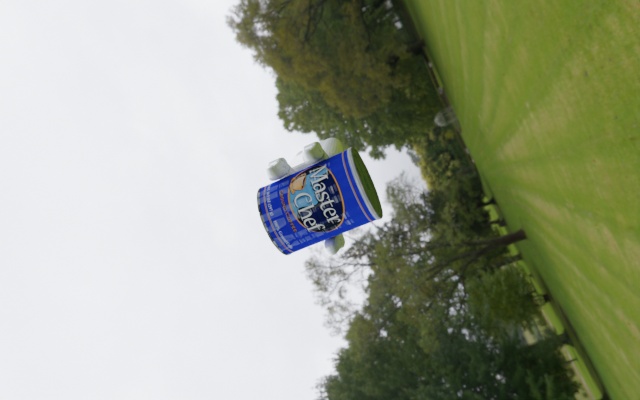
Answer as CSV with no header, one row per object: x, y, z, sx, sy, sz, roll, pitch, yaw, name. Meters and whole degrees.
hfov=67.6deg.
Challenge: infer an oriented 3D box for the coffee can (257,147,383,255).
0.000,0.002,0.645,0.140,0.103,0.103,-23,-6,14,coffee can
